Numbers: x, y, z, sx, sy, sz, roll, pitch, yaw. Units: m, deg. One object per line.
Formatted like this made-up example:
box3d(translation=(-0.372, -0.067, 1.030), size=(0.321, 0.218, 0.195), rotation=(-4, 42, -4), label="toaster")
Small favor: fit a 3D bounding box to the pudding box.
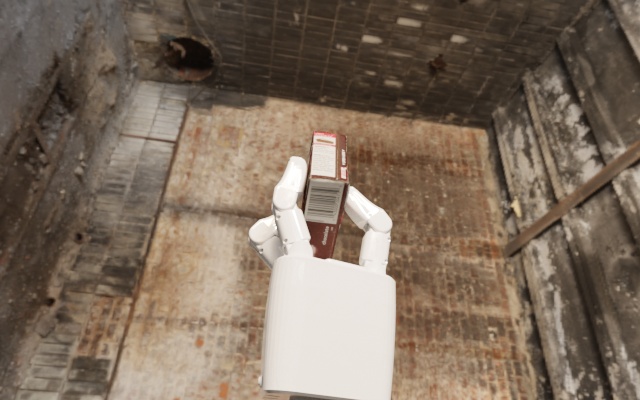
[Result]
box3d(translation=(0.000, 0.002, 0.472), size=(0.039, 0.114, 0.090), rotation=(9, 35, -6), label="pudding box")
